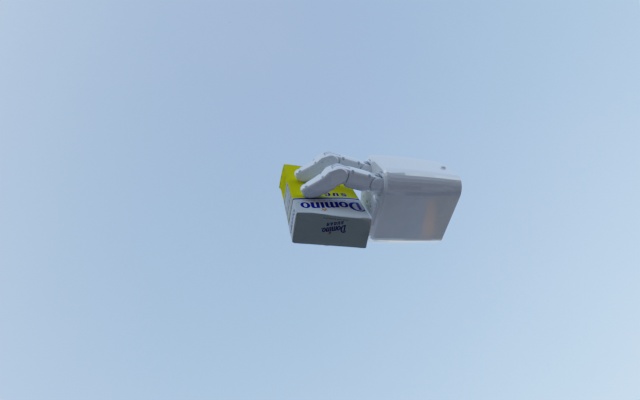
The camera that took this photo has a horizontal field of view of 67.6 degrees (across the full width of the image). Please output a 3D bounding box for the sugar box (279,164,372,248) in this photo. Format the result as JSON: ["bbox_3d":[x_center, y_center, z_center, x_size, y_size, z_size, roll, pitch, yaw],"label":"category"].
[{"bbox_3d":[0.000,0.002,0.629,0.093,0.048,0.176,5,19,-13],"label":"sugar box"}]
